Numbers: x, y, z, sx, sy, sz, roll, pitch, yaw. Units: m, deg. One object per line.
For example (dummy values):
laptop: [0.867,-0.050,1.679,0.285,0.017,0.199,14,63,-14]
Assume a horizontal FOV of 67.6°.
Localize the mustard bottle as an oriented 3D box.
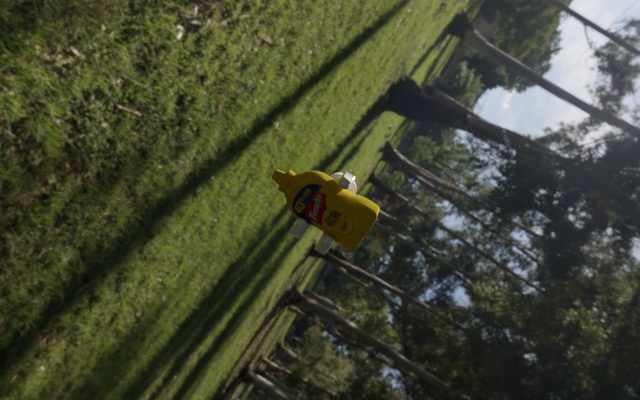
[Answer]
mustard bottle: [0.000,0.003,0.835,0.191,0.096,0.058,32,33,0]
